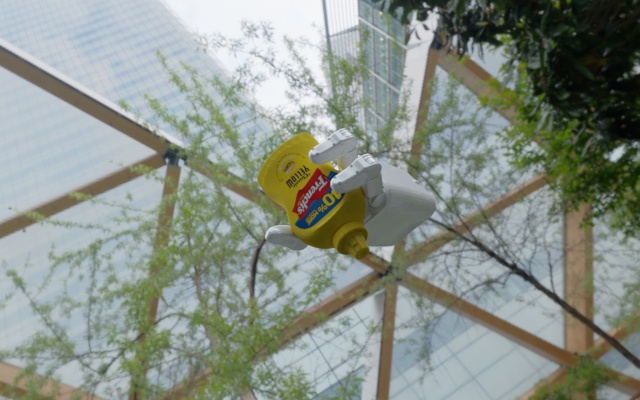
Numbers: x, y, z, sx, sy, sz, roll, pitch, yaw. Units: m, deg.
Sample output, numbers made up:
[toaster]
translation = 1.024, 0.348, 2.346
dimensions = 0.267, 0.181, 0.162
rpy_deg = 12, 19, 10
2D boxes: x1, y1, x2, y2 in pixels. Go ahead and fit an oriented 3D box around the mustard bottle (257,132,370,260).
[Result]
[mustard bottle]
translation = 0.000, 0.002, 0.580
dimensions = 0.191, 0.096, 0.058
rpy_deg = 50, 4, 39
